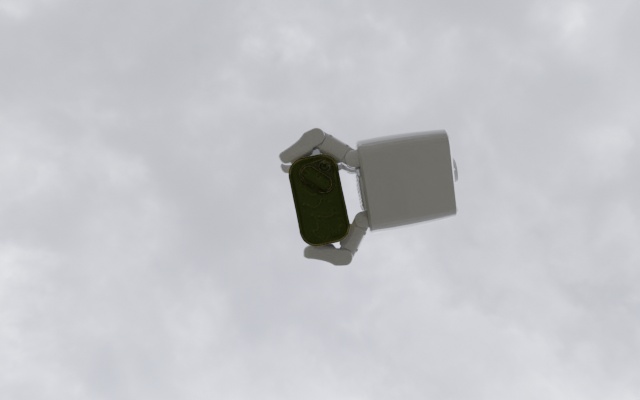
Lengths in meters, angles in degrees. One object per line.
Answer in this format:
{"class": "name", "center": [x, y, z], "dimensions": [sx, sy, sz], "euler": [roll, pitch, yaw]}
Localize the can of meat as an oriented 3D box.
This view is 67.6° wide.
{"class": "can of meat", "center": [0.000, 0.002, 0.576], "dimensions": [0.057, 0.102, 0.084], "euler": [-12, -4, 2]}
